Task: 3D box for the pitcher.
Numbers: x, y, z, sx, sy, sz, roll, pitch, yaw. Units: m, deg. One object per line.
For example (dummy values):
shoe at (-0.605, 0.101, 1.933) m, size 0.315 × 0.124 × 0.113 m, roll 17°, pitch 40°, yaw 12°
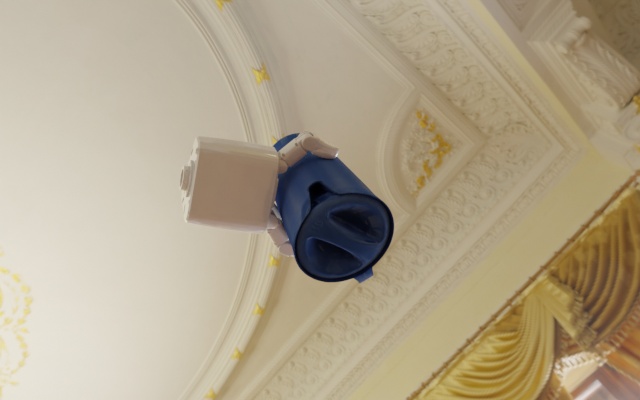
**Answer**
pitcher at (0.000, 0.002, 0.690) m, size 0.145 × 0.149 × 0.242 m, roll 8°, pitch 26°, yaw -24°
